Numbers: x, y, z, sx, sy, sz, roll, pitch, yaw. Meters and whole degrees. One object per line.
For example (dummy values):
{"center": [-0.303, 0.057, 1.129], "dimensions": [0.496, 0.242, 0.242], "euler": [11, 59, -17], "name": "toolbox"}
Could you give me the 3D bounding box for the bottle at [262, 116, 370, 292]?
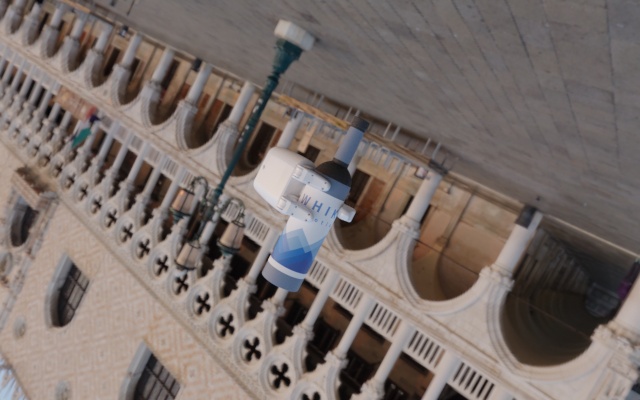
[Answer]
{"center": [0.000, 0.003, 0.771], "dimensions": [0.069, 0.296, 0.069], "euler": [27, 5, -3], "name": "bottle"}
